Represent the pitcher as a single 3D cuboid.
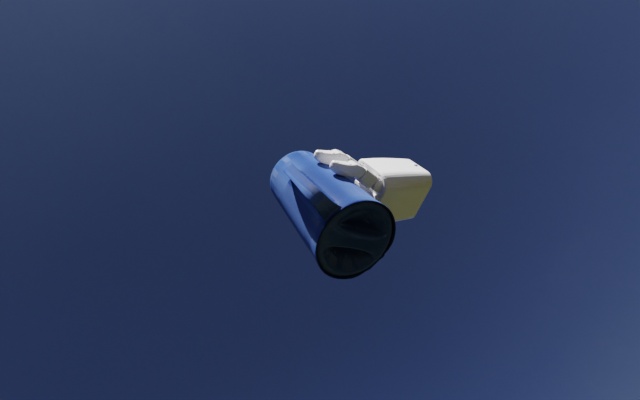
[{"bbox_3d":[0.000,0.003,0.779,0.145,0.149,0.242,-6,29,-26],"label":"pitcher"}]
